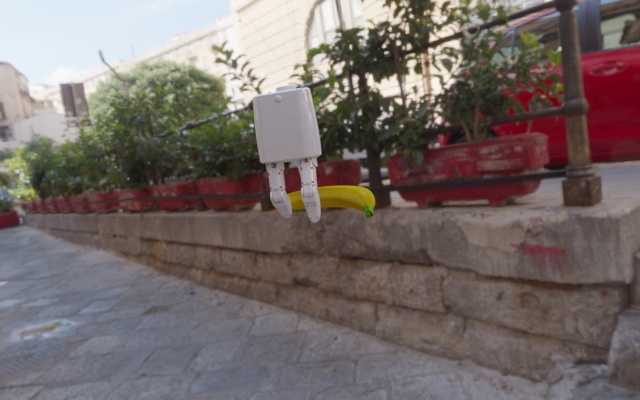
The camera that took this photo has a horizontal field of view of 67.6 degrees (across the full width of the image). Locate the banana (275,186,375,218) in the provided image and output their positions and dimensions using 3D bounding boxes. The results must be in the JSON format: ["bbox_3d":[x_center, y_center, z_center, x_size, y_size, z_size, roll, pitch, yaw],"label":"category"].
[{"bbox_3d":[0.014,-0.002,0.781,0.198,0.037,0.069,2,16,38],"label":"banana"}]
